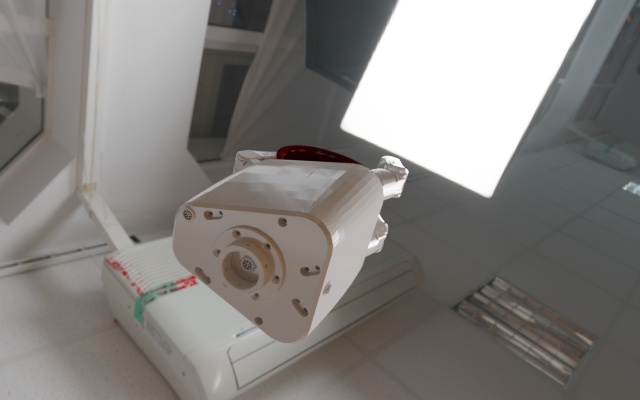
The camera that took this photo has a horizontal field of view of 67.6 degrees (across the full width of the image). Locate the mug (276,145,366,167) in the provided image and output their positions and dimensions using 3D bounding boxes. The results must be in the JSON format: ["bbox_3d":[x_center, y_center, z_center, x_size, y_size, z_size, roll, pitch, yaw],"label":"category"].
[{"bbox_3d":[0.000,0.001,0.448,0.093,0.081,0.117,24,23,15],"label":"mug"}]
